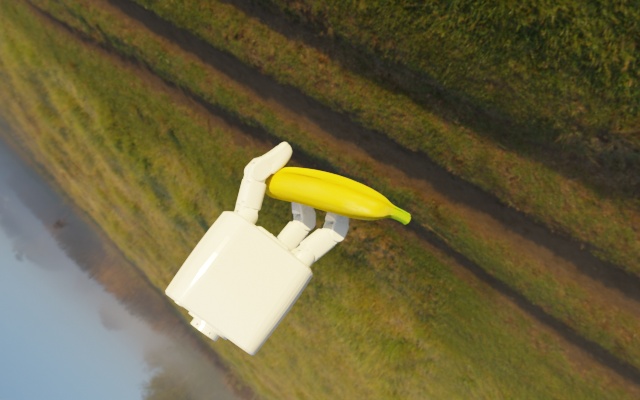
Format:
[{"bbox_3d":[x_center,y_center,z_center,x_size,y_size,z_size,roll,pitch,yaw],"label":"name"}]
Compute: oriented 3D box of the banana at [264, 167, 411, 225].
[{"bbox_3d":[-0.006,-0.007,0.508,0.198,0.037,0.070,16,-21,37],"label":"banana"}]
